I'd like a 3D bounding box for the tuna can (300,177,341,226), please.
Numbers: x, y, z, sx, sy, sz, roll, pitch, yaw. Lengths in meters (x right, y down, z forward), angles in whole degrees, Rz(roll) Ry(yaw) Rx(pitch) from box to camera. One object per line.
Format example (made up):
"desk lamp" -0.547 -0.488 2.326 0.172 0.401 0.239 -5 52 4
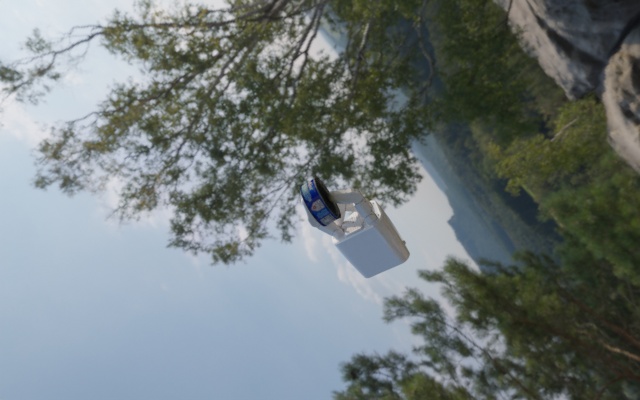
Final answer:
"tuna can" 0.000 0.003 0.849 0.034 0.086 0.086 -32 -8 12
